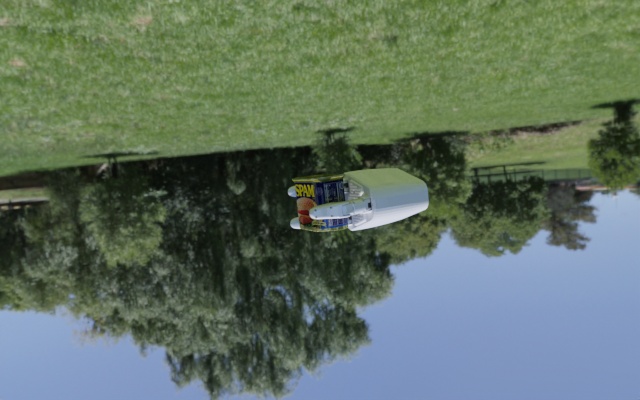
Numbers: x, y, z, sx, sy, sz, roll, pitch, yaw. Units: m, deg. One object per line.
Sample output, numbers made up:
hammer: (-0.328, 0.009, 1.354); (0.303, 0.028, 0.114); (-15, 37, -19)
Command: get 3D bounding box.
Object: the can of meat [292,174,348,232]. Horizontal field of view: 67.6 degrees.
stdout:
can of meat: (0.000, 0.003, 0.758); (0.057, 0.084, 0.102); (-10, 6, -27)
